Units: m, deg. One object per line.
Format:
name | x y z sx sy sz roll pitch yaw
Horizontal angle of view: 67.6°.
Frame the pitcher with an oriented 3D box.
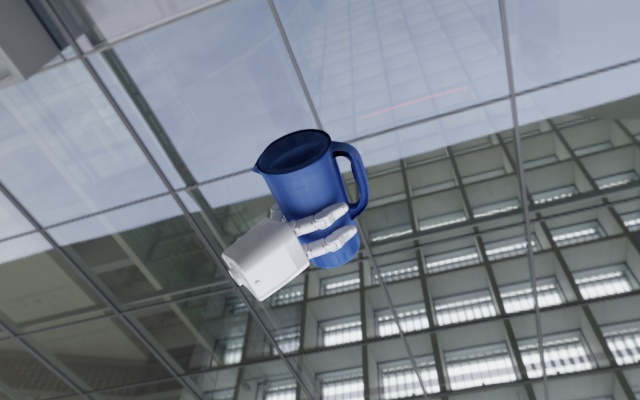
pitcher | 0.000 0.003 0.852 0.145 0.243 0.149 -37 37 -19
